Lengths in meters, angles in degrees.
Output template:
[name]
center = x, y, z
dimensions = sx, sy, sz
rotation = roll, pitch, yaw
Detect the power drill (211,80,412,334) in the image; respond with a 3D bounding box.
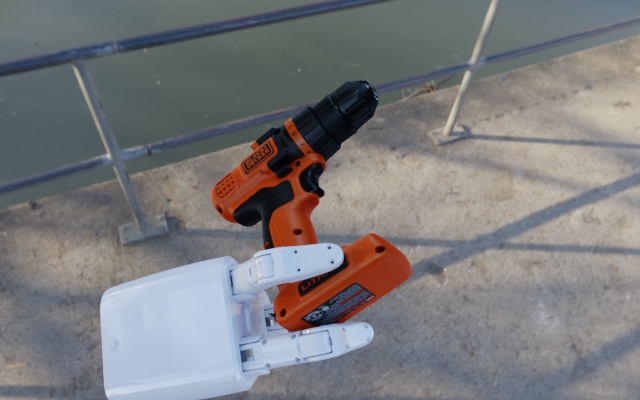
[power drill]
center = 0.000, 0.002, 0.401
dimensions = 0.184, 0.187, 0.057
rotation = -38, -42, 13
